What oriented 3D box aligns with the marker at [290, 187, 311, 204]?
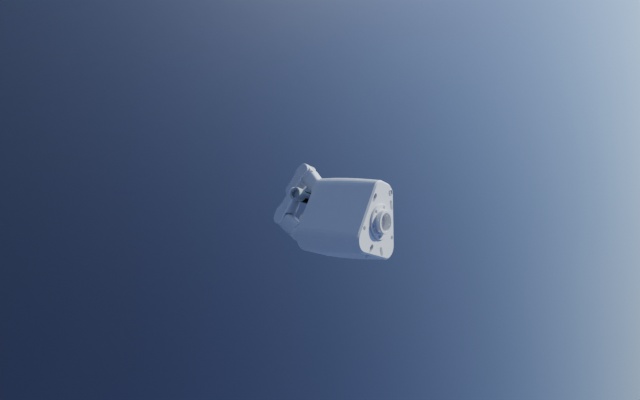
[{"bbox_3d":[0.000,0.002,0.734,0.020,0.020,0.121,0,-12,39],"label":"marker"}]
